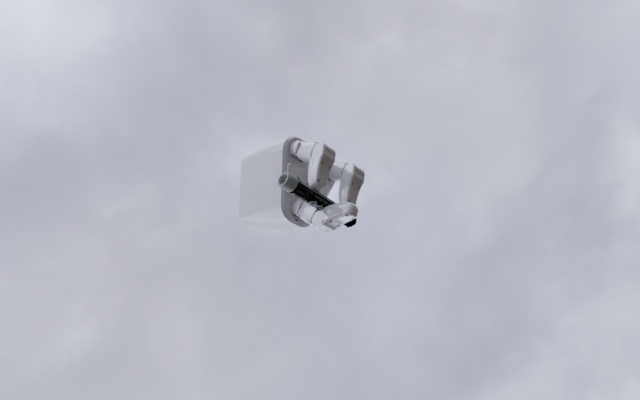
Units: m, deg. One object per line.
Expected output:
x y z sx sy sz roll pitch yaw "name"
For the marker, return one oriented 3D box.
0.000 0.002 0.561 0.121 0.020 0.020 31 -20 -36 "marker"
